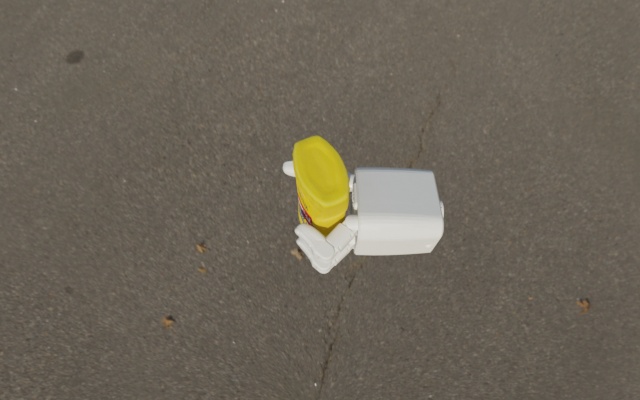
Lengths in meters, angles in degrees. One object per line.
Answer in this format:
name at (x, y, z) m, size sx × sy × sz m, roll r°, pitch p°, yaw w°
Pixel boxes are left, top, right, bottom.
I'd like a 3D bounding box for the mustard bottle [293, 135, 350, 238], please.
mustard bottle at (0.000, 0.002, 0.630) m, size 0.058 × 0.096 × 0.192 m, roll -22°, pitch -22°, yaw -10°
